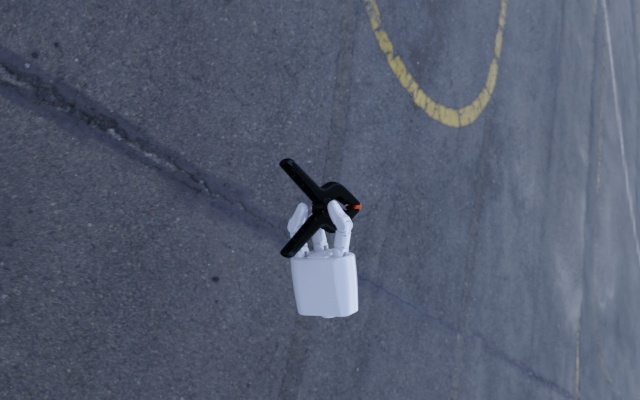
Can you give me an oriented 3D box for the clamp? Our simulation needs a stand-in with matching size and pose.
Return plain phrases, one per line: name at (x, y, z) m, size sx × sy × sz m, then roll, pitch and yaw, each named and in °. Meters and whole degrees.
clamp at (0.001, 0.003, 0.855) m, size 0.036 × 0.164 × 0.210 m, roll 0°, pitch 7°, yaw 41°
